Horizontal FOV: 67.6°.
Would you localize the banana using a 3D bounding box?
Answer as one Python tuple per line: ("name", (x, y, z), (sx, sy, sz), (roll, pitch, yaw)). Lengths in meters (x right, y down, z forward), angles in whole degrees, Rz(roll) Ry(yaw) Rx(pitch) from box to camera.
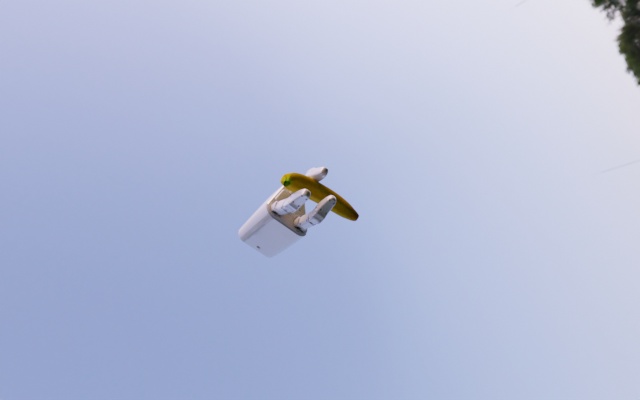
("banana", (-0.008, -0.010, 0.902), (0.198, 0.037, 0.069), (24, 27, -39))
